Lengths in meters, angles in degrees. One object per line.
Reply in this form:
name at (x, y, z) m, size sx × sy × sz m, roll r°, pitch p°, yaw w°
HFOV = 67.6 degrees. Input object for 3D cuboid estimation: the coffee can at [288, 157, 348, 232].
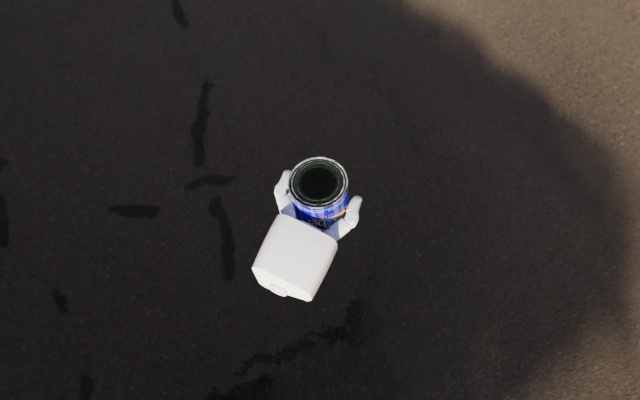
coffee can at (0.000, 0.003, 0.862) m, size 0.103 × 0.102 × 0.140 m, roll 0°, pitch -30°, yaw 4°
